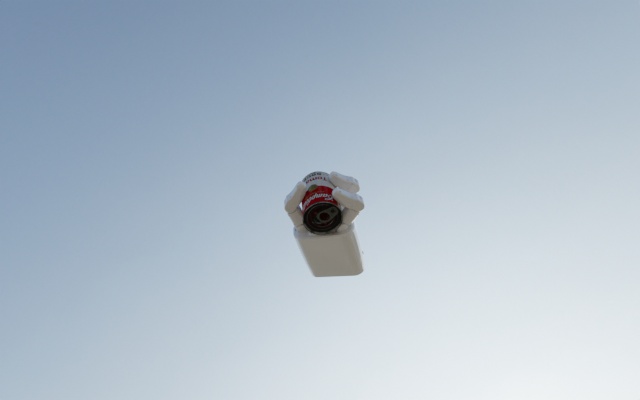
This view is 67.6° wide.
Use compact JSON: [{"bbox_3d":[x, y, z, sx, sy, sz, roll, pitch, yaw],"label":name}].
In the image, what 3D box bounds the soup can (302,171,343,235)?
[{"bbox_3d":[0.000,0.002,0.830,0.068,0.068,0.102,0,34,-5],"label":"soup can"}]
